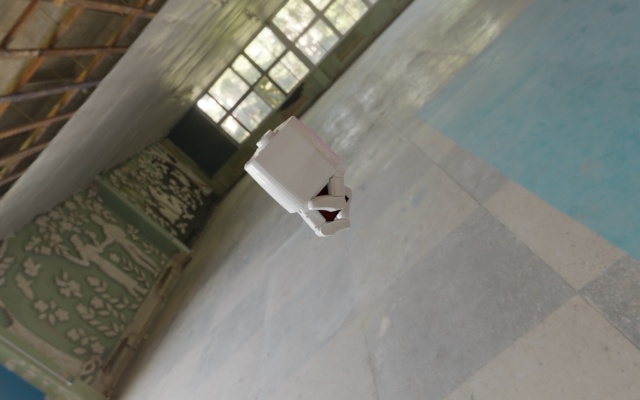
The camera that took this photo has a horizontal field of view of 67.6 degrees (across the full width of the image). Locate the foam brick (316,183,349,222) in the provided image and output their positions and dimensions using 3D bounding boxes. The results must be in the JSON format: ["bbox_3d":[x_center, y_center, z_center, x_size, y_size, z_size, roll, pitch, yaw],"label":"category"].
[{"bbox_3d":[0.000,0.003,0.799,0.051,0.053,0.078,43,-22,-15],"label":"foam brick"}]
